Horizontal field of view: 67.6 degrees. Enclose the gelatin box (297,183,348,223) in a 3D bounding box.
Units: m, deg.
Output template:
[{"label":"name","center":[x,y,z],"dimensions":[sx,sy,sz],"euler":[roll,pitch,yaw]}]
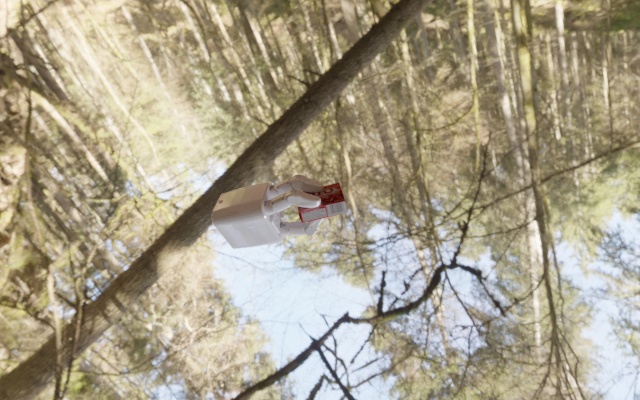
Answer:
[{"label":"gelatin box","center":[0.001,0.003,0.892],"dimensions":[0.089,0.030,0.073],"euler":[-13,30,-1]}]
